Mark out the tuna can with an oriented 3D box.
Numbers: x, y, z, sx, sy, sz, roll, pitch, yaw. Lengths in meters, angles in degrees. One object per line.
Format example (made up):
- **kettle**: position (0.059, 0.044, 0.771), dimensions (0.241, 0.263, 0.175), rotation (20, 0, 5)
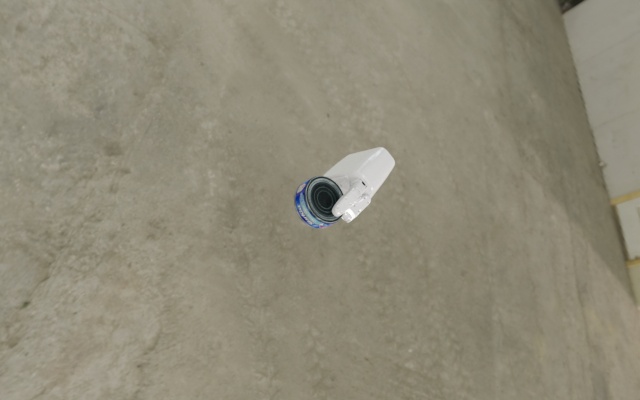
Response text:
- **tuna can**: position (0.000, 0.002, 0.802), dimensions (0.086, 0.086, 0.034), rotation (0, -18, -38)
